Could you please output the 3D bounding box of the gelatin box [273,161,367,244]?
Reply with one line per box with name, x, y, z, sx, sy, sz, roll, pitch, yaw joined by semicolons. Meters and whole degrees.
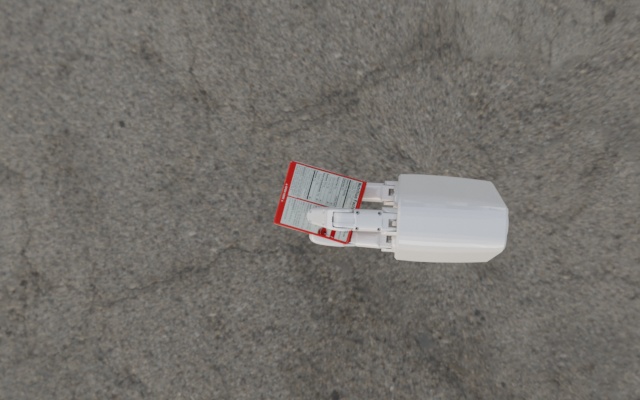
gelatin box;0.000;0.002;0.535;0.089;0.073;0.030;16;5;4
